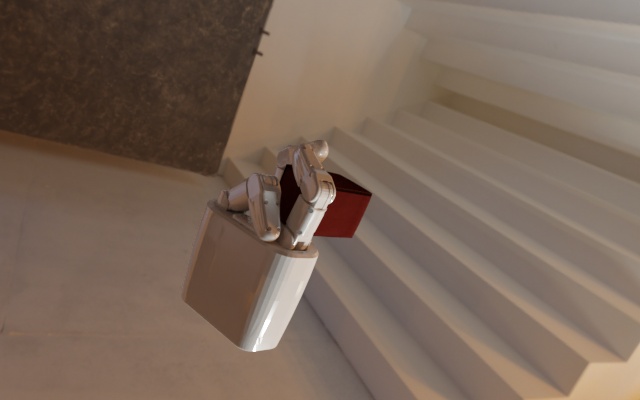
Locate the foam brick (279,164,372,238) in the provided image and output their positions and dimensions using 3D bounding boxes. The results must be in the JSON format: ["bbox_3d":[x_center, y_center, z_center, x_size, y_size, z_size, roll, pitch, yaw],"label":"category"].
[{"bbox_3d":[0.000,0.002,0.470,0.078,0.051,0.053,8,20,-43],"label":"foam brick"}]
